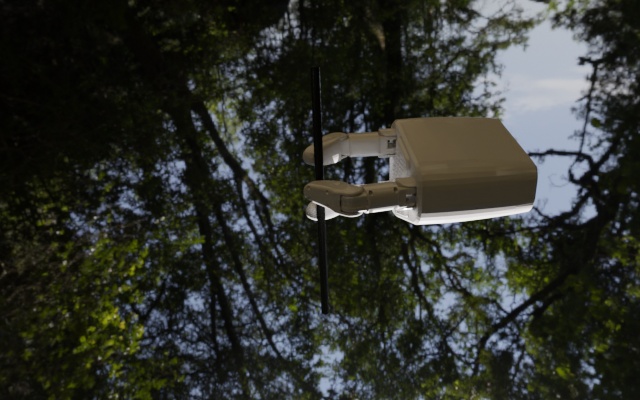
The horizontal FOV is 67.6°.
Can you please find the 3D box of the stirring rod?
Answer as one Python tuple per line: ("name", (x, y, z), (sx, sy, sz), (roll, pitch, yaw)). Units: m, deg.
("stirring rod", (0.000, 0.001, 0.441), (0.011, 0.240, 0.011), (-2, 21, 1))
